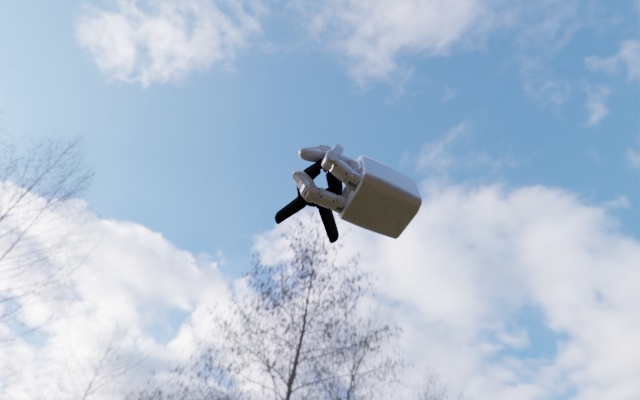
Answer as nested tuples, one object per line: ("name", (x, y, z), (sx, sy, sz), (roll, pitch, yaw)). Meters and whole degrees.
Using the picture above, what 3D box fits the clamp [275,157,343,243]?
("clamp", (0.000, 0.002, 0.825), (0.120, 0.172, 0.039), (23, 40, -8))
